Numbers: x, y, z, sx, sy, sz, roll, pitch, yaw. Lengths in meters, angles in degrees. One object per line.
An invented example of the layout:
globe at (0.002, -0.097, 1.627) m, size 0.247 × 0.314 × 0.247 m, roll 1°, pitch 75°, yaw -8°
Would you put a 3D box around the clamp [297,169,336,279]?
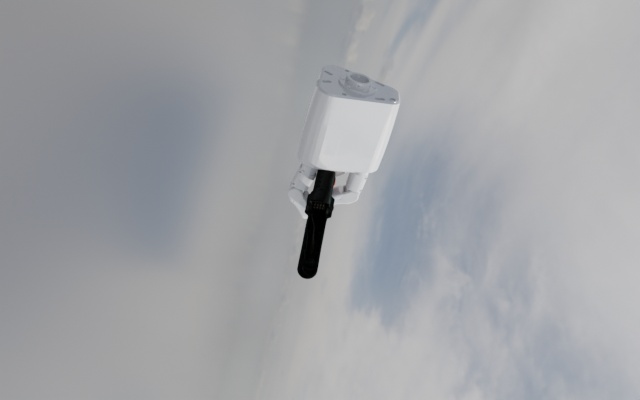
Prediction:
clamp at (0.001, 0.002, 0.608) m, size 0.039 × 0.120 × 0.171 m, roll 14°, pitch 38°, yaw -4°
